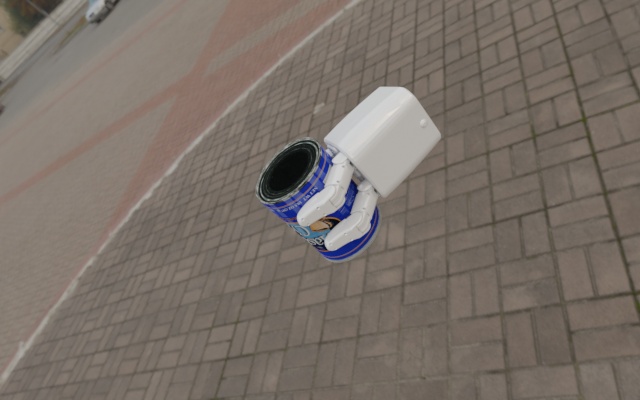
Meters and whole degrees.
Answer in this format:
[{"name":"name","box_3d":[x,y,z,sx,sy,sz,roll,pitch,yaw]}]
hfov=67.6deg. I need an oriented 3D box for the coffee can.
[{"name":"coffee can","box_3d":[0.000,0.002,0.622,0.103,0.102,0.140,0,-35,46]}]
